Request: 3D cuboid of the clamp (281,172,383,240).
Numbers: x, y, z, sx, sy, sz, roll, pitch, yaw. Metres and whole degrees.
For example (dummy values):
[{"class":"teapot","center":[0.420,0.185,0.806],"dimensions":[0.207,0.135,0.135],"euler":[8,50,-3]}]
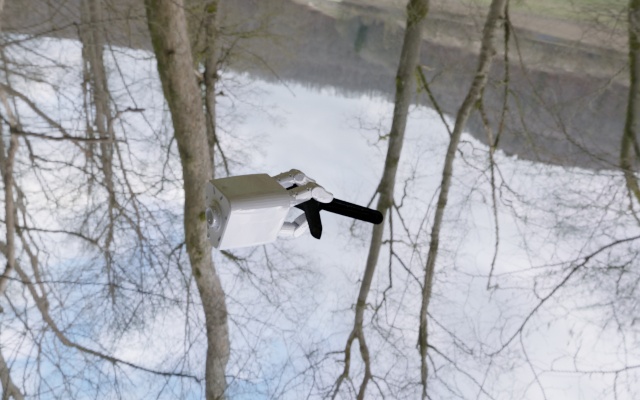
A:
[{"class":"clamp","center":[-0.001,0.003,0.862],"dimensions":[0.164,0.036,0.210],"euler":[-5,29,-38]}]
